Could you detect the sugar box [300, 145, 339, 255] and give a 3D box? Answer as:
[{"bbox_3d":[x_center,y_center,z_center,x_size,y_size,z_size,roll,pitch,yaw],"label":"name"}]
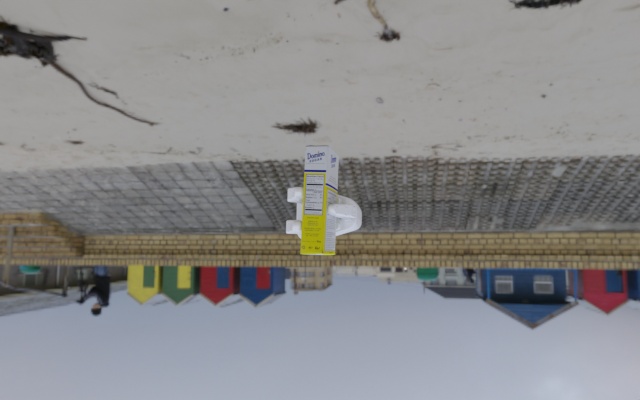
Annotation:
[{"bbox_3d":[0.000,0.003,0.800,0.048,0.176,0.093,-1,-6,13],"label":"sugar box"}]
